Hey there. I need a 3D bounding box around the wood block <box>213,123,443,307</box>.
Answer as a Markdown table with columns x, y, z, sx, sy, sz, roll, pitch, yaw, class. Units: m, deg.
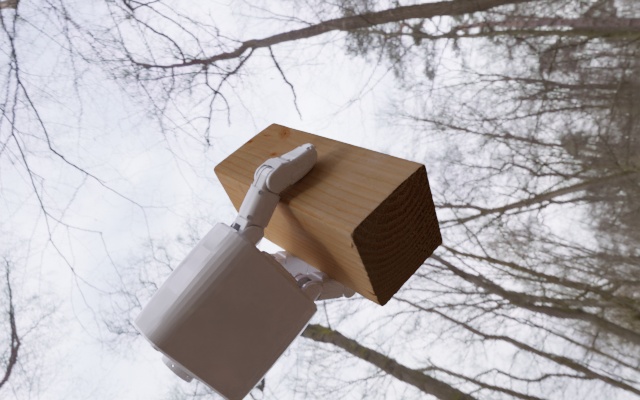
| x | y | z | sx | sy | sz | roll | pitch | yaw | class |
| --- | --- | --- | --- | --- | --- | --- | --- | --- | --- |
| 0.000 | 0.001 | 0.455 | 0.090 | 0.091 | 0.206 | -41 | 40 | -23 | wood block |
